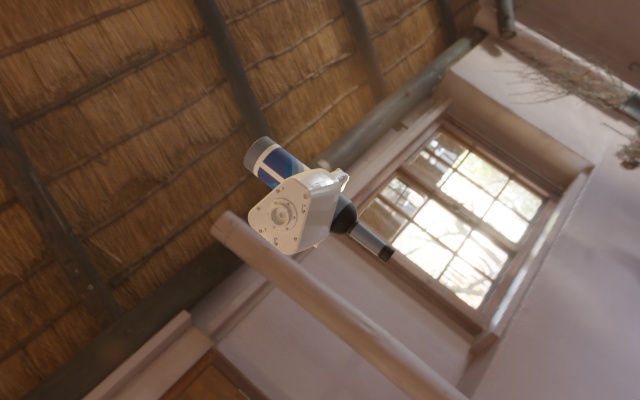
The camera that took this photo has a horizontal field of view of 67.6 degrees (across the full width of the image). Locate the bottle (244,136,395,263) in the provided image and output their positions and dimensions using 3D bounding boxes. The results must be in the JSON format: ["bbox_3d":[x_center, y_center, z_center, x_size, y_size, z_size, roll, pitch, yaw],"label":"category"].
[{"bbox_3d":[0.000,0.002,0.804,0.295,0.069,0.069,38,10,14],"label":"bottle"}]
